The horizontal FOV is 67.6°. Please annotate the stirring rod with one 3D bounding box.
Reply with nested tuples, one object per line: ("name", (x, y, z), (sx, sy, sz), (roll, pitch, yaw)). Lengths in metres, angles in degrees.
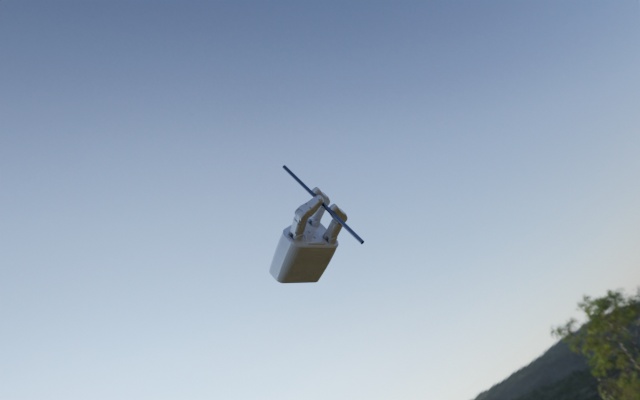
("stirring rod", (0.000, 0.003, 0.899), (0.011, 0.011, 0.239), (0, 36, -50))
